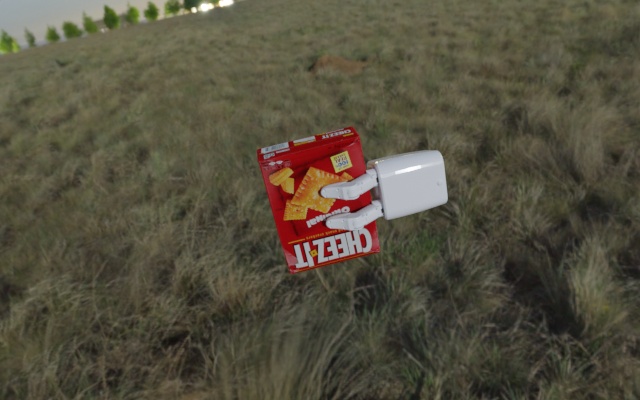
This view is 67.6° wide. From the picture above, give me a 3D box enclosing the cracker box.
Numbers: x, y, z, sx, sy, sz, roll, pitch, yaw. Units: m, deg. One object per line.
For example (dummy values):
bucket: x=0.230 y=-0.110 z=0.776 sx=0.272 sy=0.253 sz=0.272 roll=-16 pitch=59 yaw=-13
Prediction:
cracker box: x=0.000 y=0.002 z=0.793 sx=0.164 sy=0.214 sz=0.072 roll=-14 pitch=24 yaw=-2
